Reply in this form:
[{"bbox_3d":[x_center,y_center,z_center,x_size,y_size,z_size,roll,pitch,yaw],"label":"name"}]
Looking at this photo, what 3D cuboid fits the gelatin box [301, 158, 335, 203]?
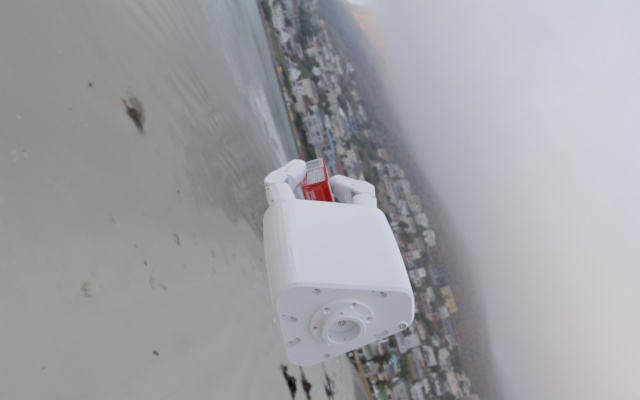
[{"bbox_3d":[0.001,0.001,0.521,0.030,0.073,0.089,-14,21,3],"label":"gelatin box"}]
